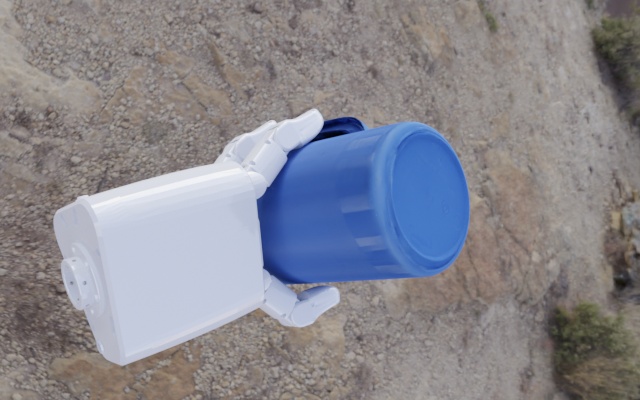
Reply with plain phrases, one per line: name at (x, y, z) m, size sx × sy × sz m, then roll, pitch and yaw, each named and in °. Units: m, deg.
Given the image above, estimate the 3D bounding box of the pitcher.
pitcher at (0.000, 0.001, 0.415) m, size 0.145 × 0.149 × 0.243 m, roll -17°, pitch 5°, yaw -41°
